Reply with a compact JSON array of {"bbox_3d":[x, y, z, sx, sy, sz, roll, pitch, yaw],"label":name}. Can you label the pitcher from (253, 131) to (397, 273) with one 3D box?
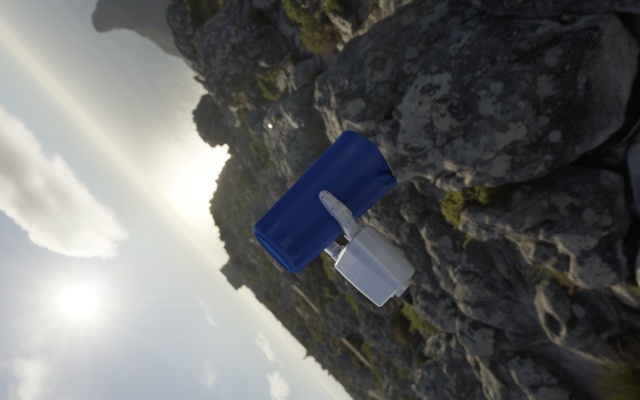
[{"bbox_3d":[0.000,0.003,0.824,0.243,0.145,0.149,-44,-12,-14],"label":"pitcher"}]
